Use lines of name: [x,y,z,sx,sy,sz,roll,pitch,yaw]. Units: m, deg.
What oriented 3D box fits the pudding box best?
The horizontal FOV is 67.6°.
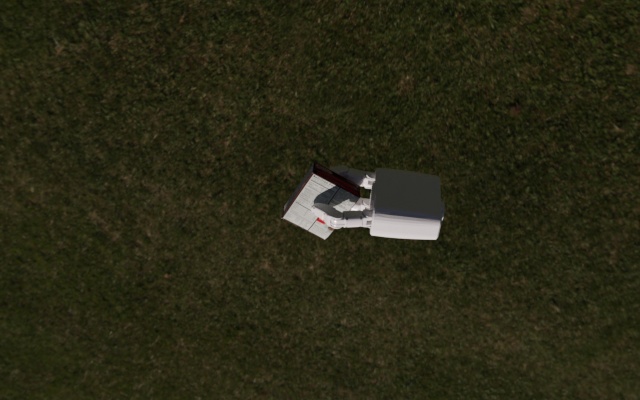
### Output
pudding box: [0.000,0.003,0.789,0.090,0.113,0.039,28,32,-13]
